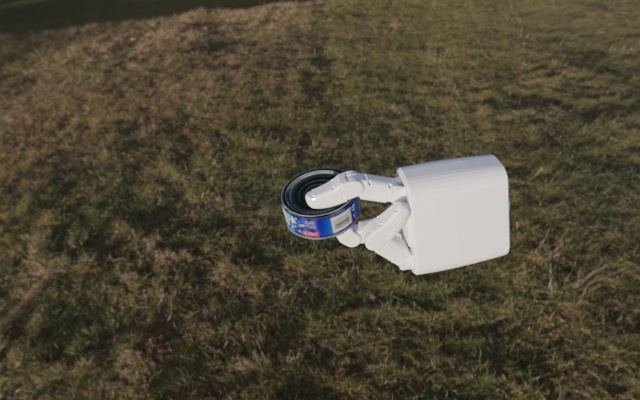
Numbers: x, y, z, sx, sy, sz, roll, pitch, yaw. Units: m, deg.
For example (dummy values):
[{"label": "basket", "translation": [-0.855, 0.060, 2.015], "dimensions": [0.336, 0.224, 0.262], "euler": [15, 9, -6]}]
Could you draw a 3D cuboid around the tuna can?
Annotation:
[{"label": "tuna can", "translation": [0.000, 0.001, 0.527], "dimensions": [0.086, 0.034, 0.086], "euler": [-7, 40, 6]}]
